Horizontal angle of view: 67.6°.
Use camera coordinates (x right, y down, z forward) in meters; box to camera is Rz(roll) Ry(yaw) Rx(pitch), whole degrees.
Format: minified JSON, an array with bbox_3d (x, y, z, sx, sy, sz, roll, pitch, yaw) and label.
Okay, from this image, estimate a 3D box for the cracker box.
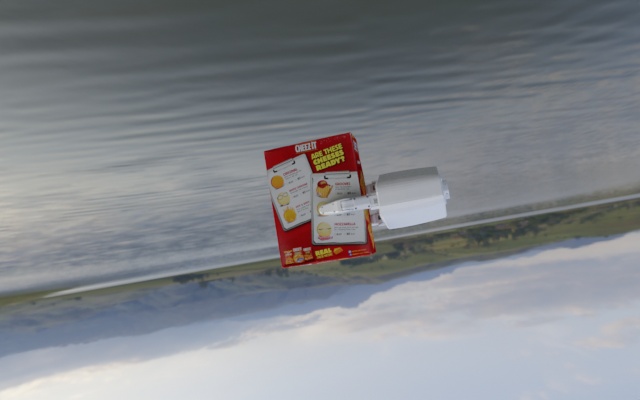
[{"bbox_3d":[0.000,0.003,0.856,0.164,0.213,0.072,-11,-5,12],"label":"cracker box"}]
